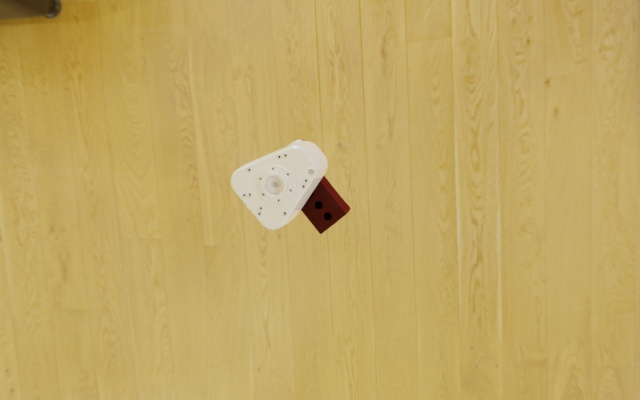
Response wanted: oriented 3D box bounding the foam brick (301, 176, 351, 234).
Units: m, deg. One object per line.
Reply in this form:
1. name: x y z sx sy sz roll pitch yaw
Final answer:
1. foam brick: 0.000 0.003 0.728 0.053 0.078 0.051 -39 3 14
